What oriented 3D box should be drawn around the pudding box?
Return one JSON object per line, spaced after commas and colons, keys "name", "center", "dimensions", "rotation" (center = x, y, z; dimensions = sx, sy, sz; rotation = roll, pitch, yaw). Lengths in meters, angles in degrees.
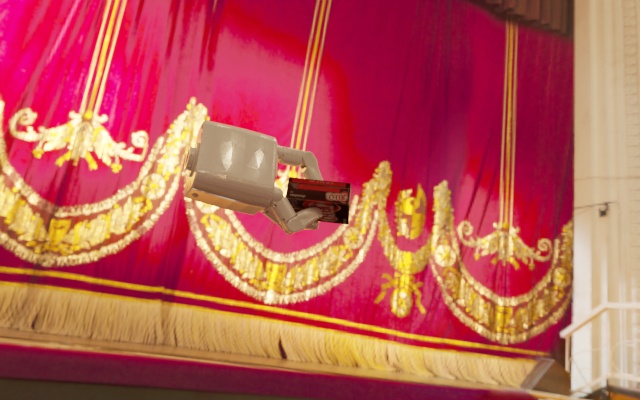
{"name": "pudding box", "center": [0.000, 0.002, 0.712], "dimensions": [0.090, 0.039, 0.113], "rotation": [7, -14, 6]}
